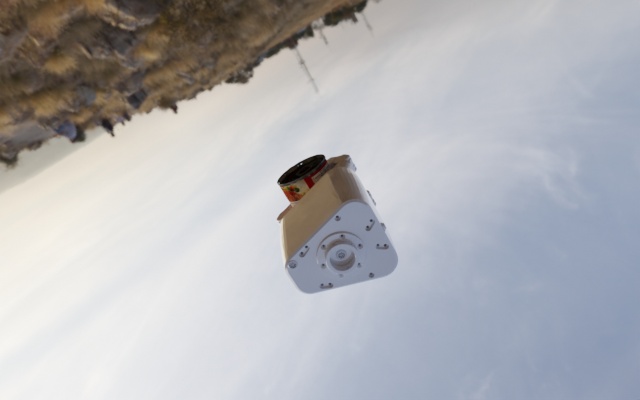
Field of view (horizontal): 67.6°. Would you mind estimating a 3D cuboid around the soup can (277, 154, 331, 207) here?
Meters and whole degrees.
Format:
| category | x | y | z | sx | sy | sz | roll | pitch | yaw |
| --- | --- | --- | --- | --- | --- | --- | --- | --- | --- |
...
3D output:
| category | x | y | z | sx | sy | sz | roll | pitch | yaw |
| --- | --- | --- | --- | --- | --- | --- | --- | --- | --- |
| soup can | 0.000 | 0.002 | 0.604 | 0.068 | 0.102 | 0.068 | -27 | 20 | 11 |
